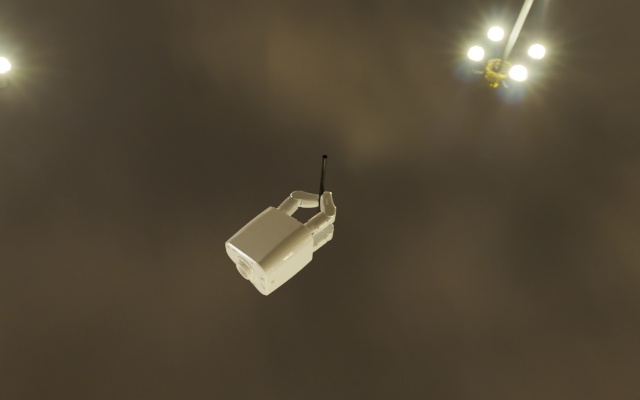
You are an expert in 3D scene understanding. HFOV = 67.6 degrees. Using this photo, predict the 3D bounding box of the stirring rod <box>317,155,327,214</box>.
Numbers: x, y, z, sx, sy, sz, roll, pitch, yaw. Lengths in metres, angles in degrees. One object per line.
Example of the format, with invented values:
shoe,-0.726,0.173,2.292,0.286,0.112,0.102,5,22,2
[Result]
stirring rod,0.000,0.003,0.865,0.011,0.011,0.240,0,-38,-4
